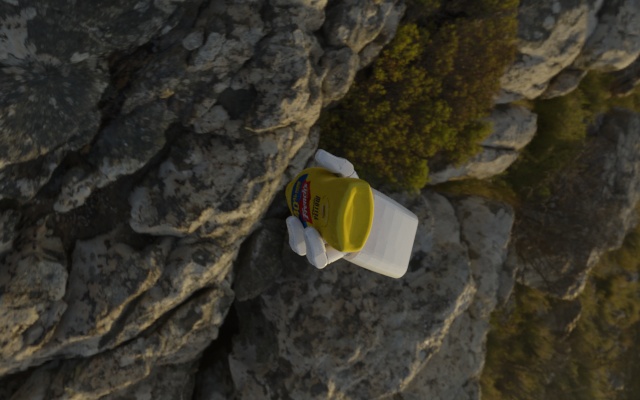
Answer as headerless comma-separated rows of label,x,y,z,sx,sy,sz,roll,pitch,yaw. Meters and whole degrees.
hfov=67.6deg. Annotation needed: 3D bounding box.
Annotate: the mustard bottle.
mustard bottle,0.000,0.002,0.689,0.058,0.096,0.191,-2,14,-29
